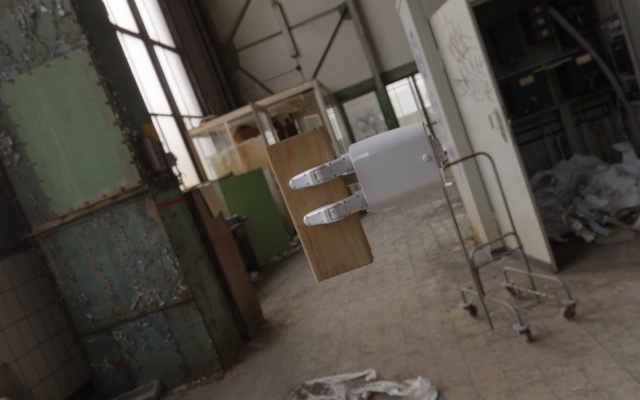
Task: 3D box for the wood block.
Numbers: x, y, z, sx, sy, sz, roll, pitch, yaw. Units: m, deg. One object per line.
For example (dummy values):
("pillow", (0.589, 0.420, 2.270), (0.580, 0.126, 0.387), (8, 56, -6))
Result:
("wood block", (0.000, 0.002, 0.711), (0.090, 0.206, 0.091), (-20, 6, 5))
